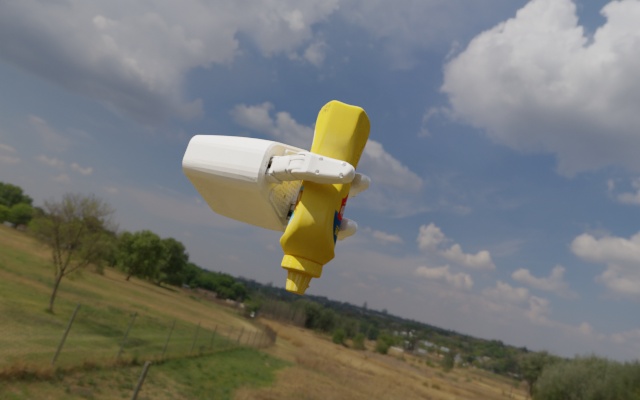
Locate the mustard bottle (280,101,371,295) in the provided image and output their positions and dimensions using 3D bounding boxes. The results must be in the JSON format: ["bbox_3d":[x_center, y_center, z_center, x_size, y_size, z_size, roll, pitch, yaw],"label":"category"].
[{"bbox_3d":[0.000,0.001,0.493,0.058,0.191,0.096,17,-13,1],"label":"mustard bottle"}]
